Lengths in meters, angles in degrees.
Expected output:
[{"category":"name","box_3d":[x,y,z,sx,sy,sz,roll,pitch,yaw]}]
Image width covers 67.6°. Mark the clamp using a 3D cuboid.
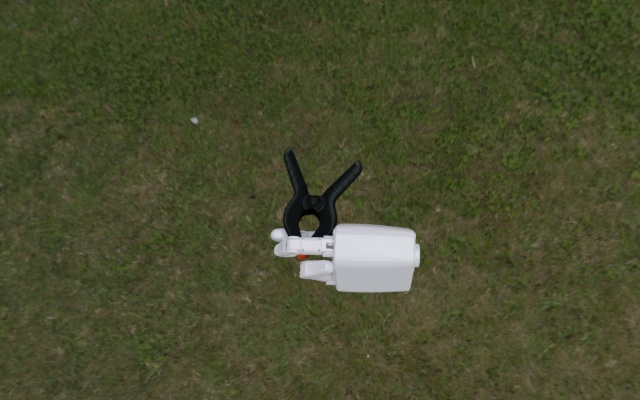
[{"category":"clamp","box_3d":[0.000,0.002,0.704,0.120,0.171,0.039,1,-18,6]}]
